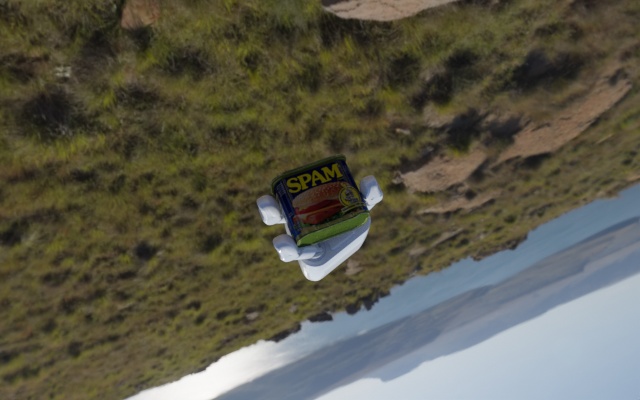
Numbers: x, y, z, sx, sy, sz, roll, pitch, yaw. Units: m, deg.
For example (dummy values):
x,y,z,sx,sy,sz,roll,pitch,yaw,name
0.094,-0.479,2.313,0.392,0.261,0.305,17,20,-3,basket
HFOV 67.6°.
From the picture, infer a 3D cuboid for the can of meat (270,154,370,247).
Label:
x,y,z,sx,sy,sz,roll,pitch,yaw,name
0.000,0.002,0.588,0.102,0.084,0.057,-20,-20,-12,can of meat
